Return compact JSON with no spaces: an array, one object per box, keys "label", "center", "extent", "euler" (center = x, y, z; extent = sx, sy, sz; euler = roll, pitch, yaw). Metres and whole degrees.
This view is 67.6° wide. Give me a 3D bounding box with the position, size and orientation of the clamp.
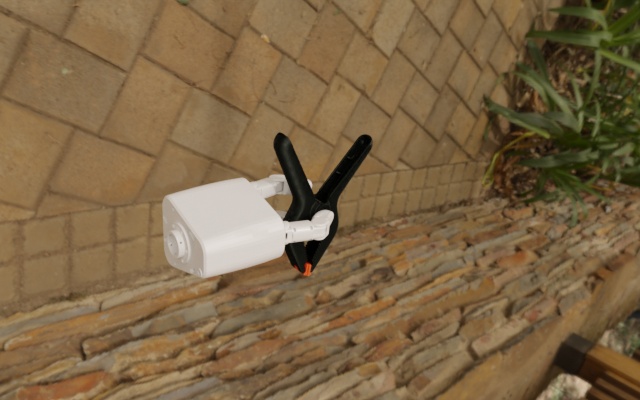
[{"label":"clamp","center":[0.000,0.003,0.653],"extent":[0.164,0.210,0.036],"euler":[-13,30,-38]}]
